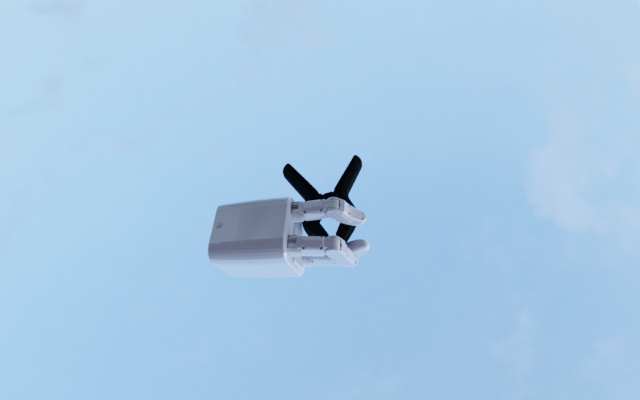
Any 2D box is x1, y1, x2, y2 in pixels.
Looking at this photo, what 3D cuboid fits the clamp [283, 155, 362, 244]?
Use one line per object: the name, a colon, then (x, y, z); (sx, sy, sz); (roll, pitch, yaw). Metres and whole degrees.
clamp: (0.000, 0.003, 0.688); (0.120, 0.171, 0.039); (-4, -39, 10)
